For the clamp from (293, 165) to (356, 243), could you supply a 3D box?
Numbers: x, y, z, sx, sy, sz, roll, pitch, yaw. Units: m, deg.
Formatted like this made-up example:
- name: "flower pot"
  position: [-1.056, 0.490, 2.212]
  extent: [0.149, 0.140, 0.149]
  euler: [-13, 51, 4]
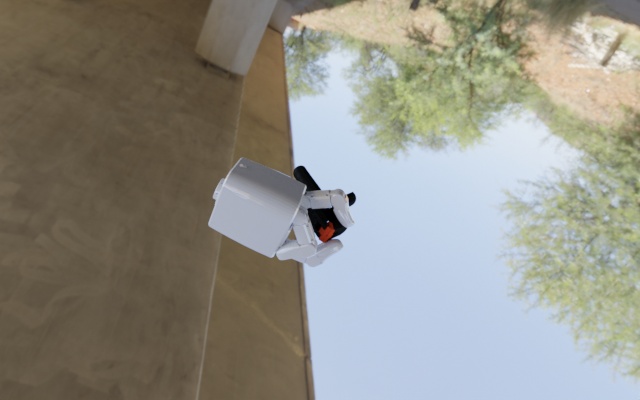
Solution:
- name: "clamp"
  position: [0.000, 0.003, 0.762]
  extent: [0.120, 0.039, 0.171]
  euler: [25, 24, -5]
